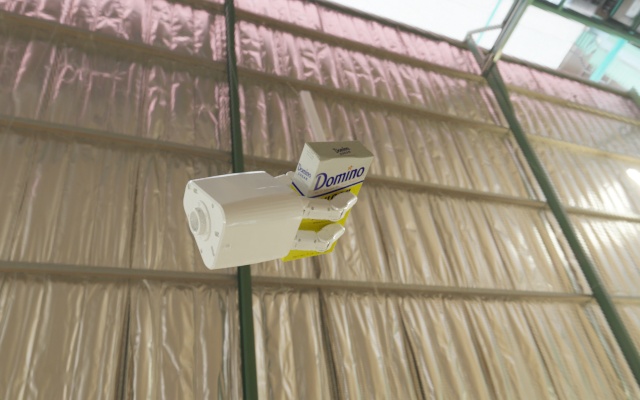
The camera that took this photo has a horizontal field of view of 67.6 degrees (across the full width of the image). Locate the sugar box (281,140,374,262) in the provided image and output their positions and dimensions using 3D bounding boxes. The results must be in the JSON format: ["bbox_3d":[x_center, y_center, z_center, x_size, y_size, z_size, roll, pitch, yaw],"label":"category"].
[{"bbox_3d":[0.000,0.003,0.661,0.093,0.176,0.048,-8,45,-36],"label":"sugar box"}]
